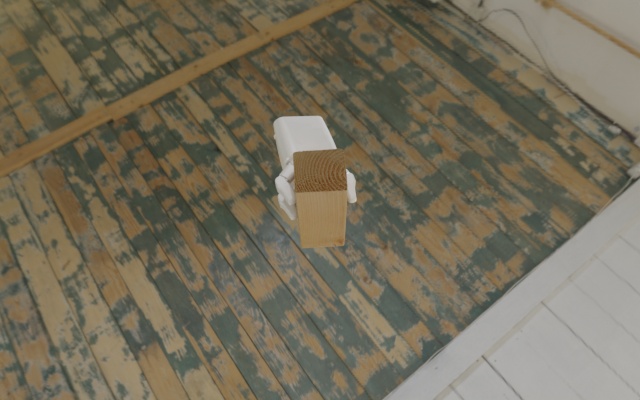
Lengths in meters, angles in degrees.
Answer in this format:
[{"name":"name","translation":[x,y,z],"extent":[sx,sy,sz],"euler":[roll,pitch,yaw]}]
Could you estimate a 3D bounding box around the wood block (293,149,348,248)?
[{"name":"wood block","translation":[0.000,0.003,0.900],"extent":[0.091,0.090,0.206],"euler":[-4,-32,-1]}]
